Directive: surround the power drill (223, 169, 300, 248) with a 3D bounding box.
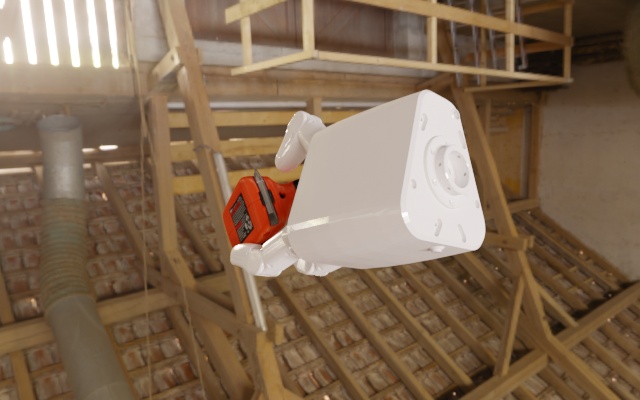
[{"bbox_3d":[0.000,0.002,0.486,0.187,0.057,0.184,-17,-15,-26],"label":"power drill"}]
